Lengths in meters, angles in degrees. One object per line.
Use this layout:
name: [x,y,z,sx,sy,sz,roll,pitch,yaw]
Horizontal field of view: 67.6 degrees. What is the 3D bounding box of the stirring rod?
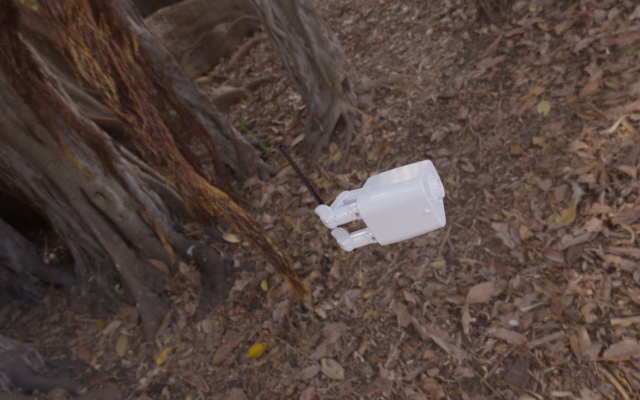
stirring rod: [0.000,0.003,0.787,0.011,0.240,0.011,-26,31,17]
